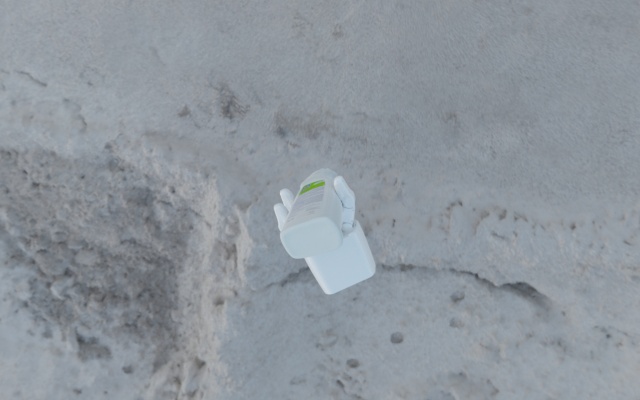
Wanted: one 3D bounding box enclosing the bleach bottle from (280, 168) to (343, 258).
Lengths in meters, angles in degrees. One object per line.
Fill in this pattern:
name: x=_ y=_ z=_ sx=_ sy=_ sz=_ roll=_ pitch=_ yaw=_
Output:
bleach bottle: x=0.000 y=0.003 z=0.864 sx=0.102 sy=0.068 sz=0.250 roll=-18 pitch=24 yaw=18
